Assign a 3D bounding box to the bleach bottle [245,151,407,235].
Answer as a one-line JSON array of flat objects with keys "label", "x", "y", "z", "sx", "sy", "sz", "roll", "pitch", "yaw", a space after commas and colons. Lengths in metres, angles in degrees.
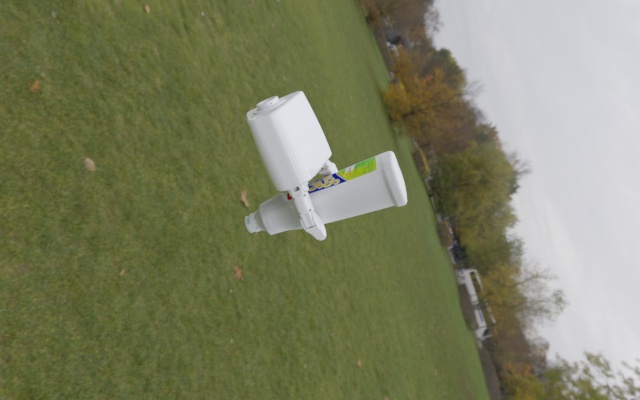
[{"label": "bleach bottle", "x": 0.000, "y": 0.002, "z": 0.723, "sx": 0.251, "sy": 0.068, "sz": 0.102, "roll": -19, "pitch": 19, "yaw": 14}]
